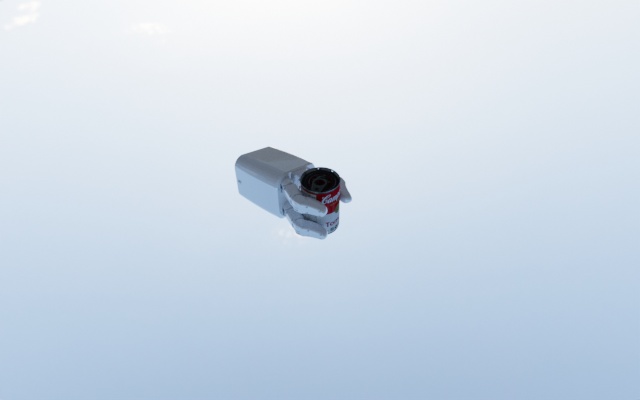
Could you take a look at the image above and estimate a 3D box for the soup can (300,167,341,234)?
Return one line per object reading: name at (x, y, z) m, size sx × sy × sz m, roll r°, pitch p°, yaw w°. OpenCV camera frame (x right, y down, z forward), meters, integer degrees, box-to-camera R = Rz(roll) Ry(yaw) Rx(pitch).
soup can at (0.001, 0.003, 0.827) m, size 0.068 × 0.102 × 0.068 m, roll -1°, pitch 41°, yaw 0°
